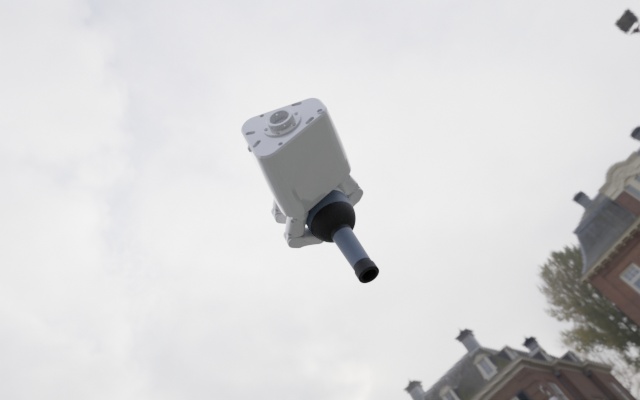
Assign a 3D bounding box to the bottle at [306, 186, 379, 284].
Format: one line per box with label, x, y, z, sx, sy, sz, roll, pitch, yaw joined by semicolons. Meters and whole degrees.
bottle;0.000;0.002;0.662;0.069;0.069;0.295;0;36;-29
